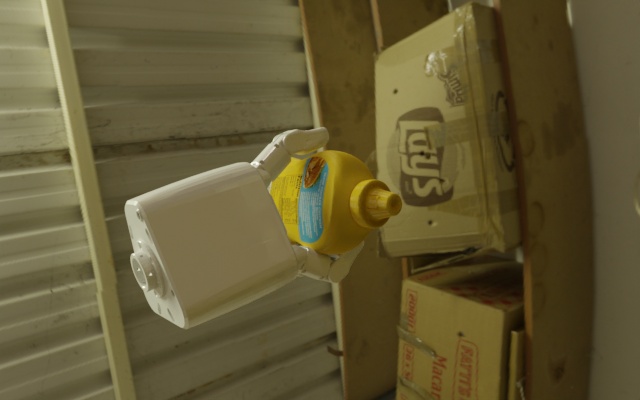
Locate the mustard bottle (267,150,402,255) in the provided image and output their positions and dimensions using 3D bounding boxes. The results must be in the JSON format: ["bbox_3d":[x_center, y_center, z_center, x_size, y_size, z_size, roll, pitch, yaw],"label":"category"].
[{"bbox_3d":[0.000,0.001,0.456,0.058,0.096,0.191,9,-5,-38],"label":"mustard bottle"}]
